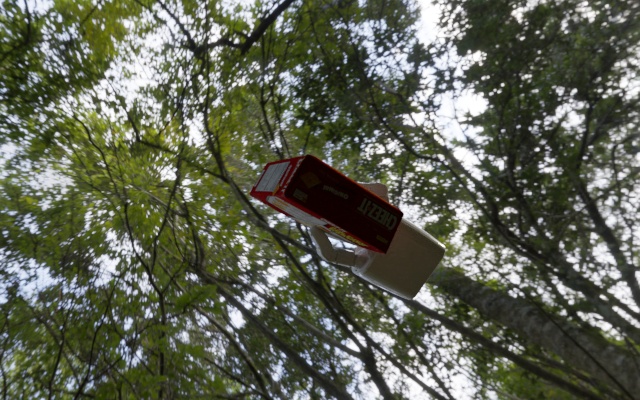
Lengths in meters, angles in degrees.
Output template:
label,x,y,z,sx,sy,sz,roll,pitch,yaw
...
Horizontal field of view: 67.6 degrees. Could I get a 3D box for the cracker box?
label,x,y,z,sx,sy,sz,roll,pitch,yaw
cracker box,0.000,0.002,0.713,0.164,0.072,0.213,30,-9,-18
